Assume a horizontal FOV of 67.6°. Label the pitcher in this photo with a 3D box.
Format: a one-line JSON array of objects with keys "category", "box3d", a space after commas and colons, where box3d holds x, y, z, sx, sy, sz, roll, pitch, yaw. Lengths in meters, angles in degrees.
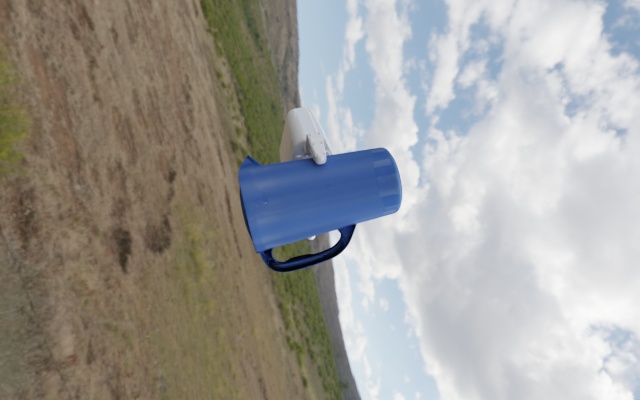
[{"category": "pitcher", "box3d": [0.000, 0.002, 0.747, 0.243, 0.149, 0.145, -12, 43, -6]}]
